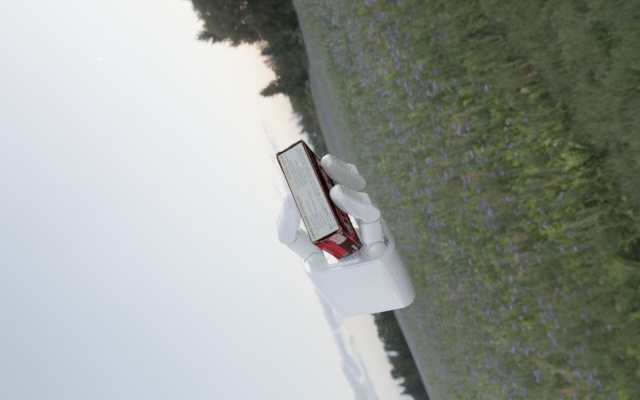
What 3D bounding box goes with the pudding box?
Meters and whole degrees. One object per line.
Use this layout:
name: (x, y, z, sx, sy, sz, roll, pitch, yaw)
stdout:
pudding box: (0.000, 0.002, 0.519, 0.039, 0.113, 0.090, -29, -23, 7)
